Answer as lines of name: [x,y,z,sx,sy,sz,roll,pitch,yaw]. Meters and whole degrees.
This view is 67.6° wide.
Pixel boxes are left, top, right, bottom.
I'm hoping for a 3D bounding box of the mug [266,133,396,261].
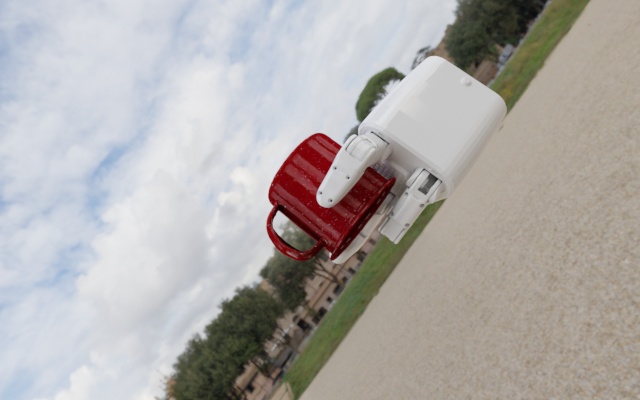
mug: [-0.001,0.002,0.425,0.081,0.117,0.093,38,-23,10]
